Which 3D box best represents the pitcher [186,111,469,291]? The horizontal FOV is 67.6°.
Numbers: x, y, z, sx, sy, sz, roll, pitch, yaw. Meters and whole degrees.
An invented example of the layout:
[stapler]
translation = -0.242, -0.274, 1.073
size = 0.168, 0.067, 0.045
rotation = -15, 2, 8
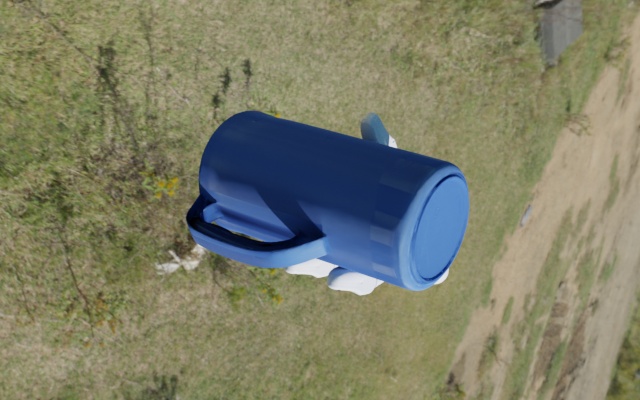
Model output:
[pitcher]
translation = 0.000, 0.001, 0.447
size = 0.243, 0.149, 0.145
rotation = 17, -2, 39
